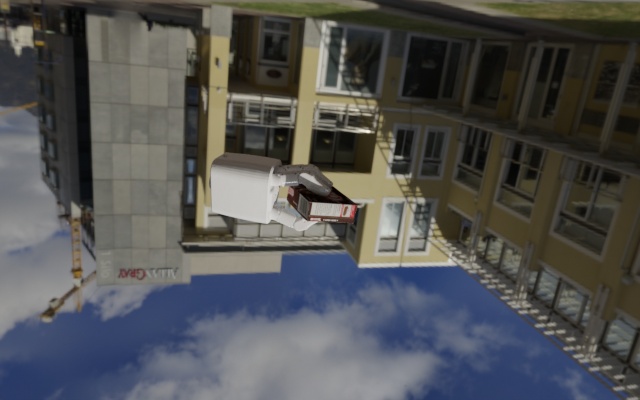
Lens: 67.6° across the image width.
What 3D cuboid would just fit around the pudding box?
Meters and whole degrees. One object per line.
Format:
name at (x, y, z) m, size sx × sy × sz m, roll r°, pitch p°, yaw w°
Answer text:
pudding box at (0.000, 0.003, 0.834) m, size 0.090 × 0.039 × 0.113 m, roll 3°, pitch 20°, yaw -23°
